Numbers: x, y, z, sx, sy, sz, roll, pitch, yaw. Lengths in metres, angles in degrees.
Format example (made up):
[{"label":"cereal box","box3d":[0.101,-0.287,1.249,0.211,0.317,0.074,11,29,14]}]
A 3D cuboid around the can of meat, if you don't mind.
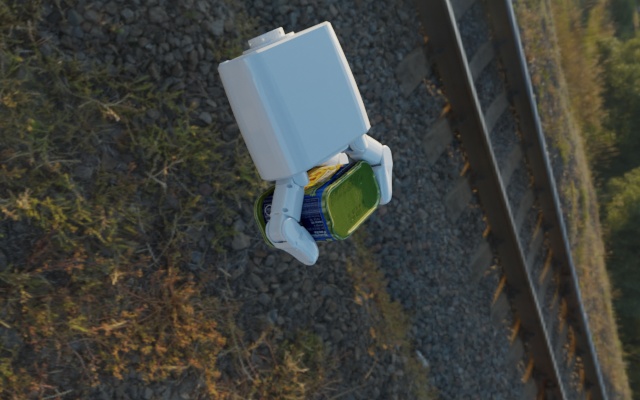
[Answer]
[{"label":"can of meat","box3d":[0.000,0.002,0.471,0.084,0.057,0.102,-7,21,37]}]
